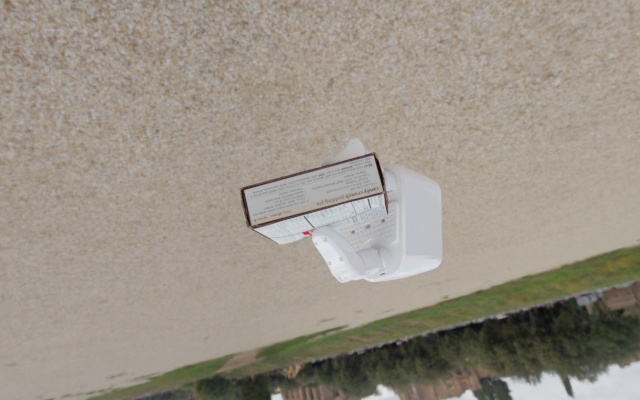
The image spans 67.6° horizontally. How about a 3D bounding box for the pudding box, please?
[{"bbox_3d":[0.000,0.001,0.405,0.113,0.039,0.090,-17,-15,5],"label":"pudding box"}]
